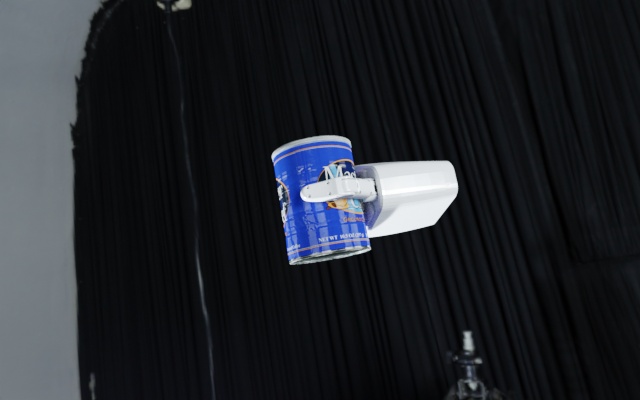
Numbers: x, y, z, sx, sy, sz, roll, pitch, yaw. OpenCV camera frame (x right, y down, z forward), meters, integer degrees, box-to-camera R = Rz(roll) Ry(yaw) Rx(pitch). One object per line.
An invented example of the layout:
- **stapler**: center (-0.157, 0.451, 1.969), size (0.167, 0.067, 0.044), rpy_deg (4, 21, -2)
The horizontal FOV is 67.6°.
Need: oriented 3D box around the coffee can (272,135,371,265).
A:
- **coffee can**: center (0.000, 0.002, 0.601), size (0.103, 0.140, 0.103), rpy_deg (-10, -11, -2)
